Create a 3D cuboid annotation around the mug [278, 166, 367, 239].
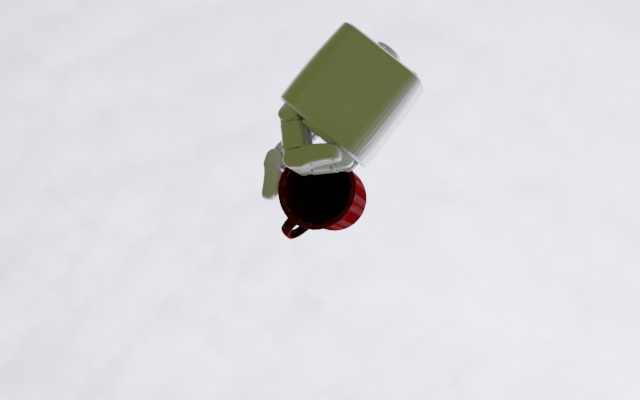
[{"bbox_3d":[-0.001,0.003,0.572,0.093,0.117,0.081,43,6,20],"label":"mug"}]
